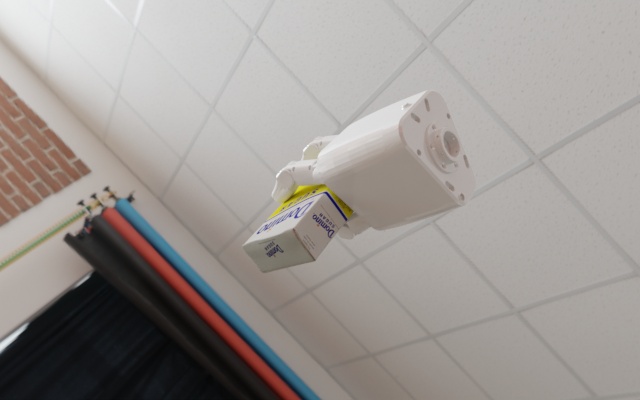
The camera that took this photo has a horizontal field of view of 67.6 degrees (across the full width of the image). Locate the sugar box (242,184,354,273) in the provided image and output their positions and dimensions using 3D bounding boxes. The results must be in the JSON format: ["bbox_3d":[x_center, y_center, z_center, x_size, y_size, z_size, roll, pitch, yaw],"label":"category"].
[{"bbox_3d":[0.000,0.001,0.526,0.093,0.048,0.176,-21,19,47],"label":"sugar box"}]
